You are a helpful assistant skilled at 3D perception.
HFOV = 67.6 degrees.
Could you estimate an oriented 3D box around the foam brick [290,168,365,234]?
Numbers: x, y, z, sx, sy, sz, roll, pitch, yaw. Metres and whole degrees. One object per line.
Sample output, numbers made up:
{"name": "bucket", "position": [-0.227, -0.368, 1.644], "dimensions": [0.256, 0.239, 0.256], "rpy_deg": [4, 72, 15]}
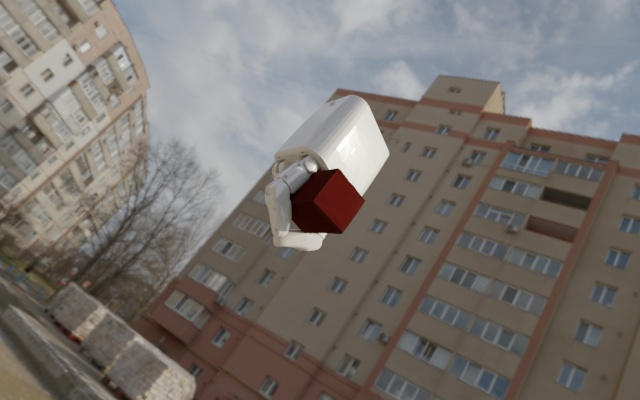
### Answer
{"name": "foam brick", "position": [0.000, 0.002, 0.537], "dimensions": [0.051, 0.053, 0.078], "rpy_deg": [-50, 24, -25]}
